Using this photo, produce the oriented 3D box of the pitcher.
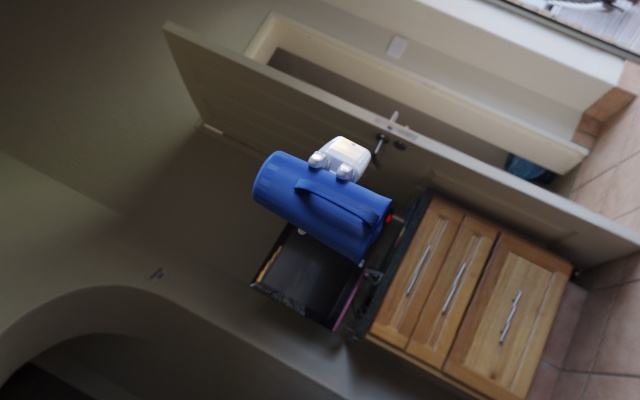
[{"bbox_3d":[0.000,0.003,0.876,0.243,0.149,0.145,27,34,9],"label":"pitcher"}]
